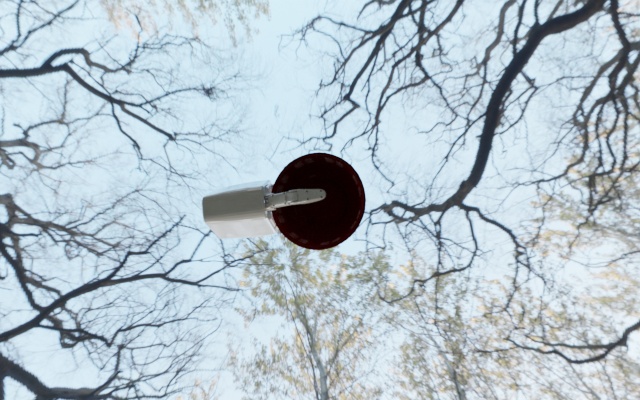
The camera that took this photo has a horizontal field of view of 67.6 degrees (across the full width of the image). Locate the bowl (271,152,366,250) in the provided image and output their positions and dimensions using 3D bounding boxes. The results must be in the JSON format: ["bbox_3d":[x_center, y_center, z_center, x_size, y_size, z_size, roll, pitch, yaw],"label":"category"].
[{"bbox_3d":[0.002,0.003,0.807,0.162,0.162,0.055,0,-5,14],"label":"bowl"}]
